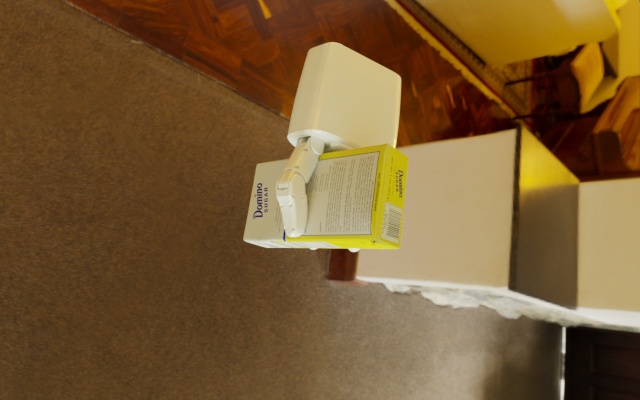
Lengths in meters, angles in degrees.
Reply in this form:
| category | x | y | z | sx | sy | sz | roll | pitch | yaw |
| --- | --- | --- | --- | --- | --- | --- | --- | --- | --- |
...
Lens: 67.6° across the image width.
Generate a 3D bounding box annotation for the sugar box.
| category | x | y | z | sx | sy | sz | roll | pitch | yaw |
| --- | --- | --- | --- | --- | --- | --- | --- | --- | --- |
| sugar box | 0.001 | 0.002 | 0.490 | 0.176 | 0.093 | 0.048 | -4 | -18 | 43 |
